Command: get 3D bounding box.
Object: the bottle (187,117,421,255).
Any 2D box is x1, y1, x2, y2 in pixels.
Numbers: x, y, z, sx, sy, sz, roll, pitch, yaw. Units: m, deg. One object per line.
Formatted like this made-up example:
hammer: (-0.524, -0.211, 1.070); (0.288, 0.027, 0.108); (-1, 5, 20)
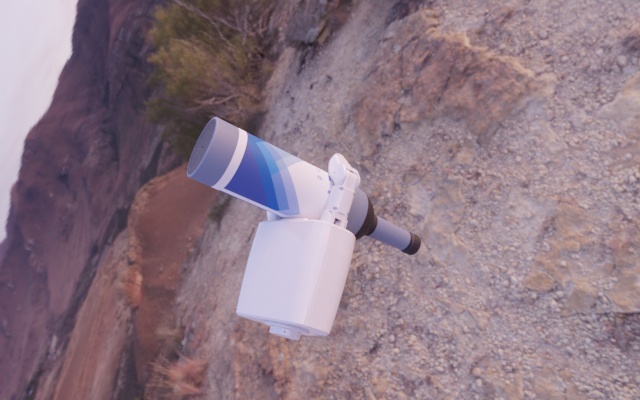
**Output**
bottle: (0.000, 0.002, 0.543); (0.296, 0.069, 0.069); (25, -12, -27)
